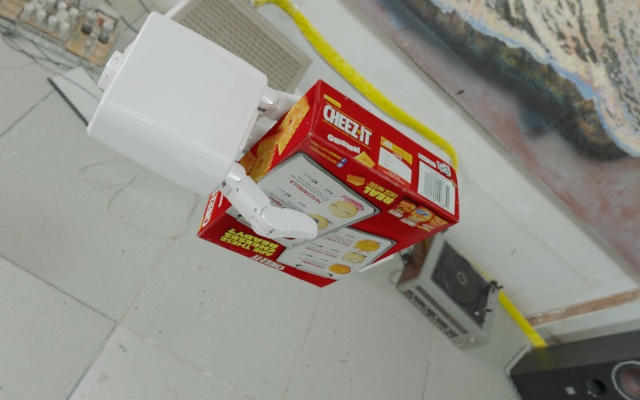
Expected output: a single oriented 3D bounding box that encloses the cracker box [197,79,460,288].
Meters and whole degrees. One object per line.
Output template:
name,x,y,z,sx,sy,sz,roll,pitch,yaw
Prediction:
cracker box,0.000,0.002,0.472,0.164,0.072,0.214,27,-38,-24
